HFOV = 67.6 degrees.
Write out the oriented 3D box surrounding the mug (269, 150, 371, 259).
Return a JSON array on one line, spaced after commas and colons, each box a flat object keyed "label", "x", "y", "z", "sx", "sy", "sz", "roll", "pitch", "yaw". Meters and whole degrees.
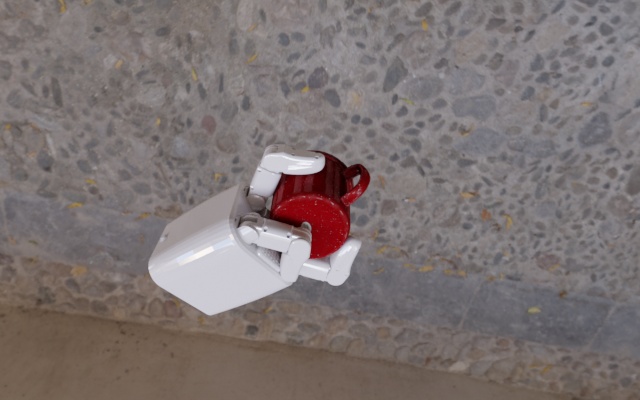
[{"label": "mug", "x": 0.001, "y": 0.001, "z": 0.496, "sx": 0.117, "sy": 0.093, "sz": 0.081, "roll": -27, "pitch": 28, "yaw": 18}]
